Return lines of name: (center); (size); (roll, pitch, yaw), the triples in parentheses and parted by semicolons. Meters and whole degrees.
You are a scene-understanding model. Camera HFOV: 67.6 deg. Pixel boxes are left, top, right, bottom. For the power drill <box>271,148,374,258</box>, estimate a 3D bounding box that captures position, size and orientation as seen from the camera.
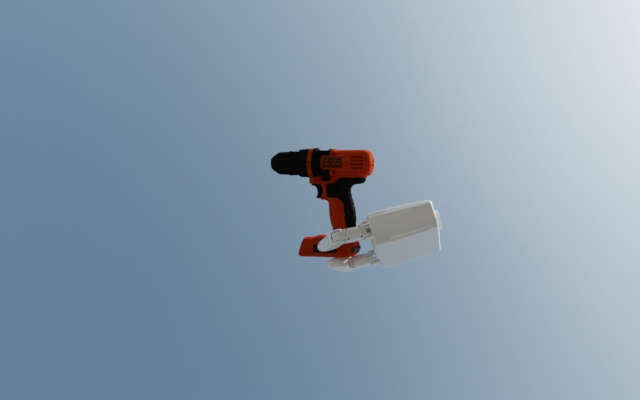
power drill: (0.000, 0.003, 0.827); (0.184, 0.187, 0.057); (1, 3, 18)
